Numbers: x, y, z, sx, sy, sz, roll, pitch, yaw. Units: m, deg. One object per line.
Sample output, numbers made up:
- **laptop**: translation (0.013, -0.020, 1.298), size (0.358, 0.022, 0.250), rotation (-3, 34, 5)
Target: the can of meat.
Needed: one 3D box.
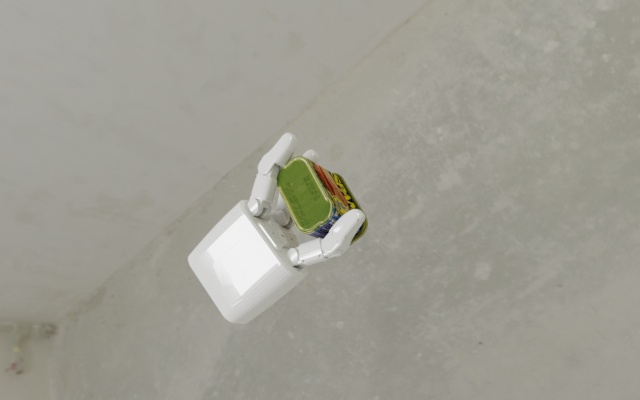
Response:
- **can of meat**: translation (0.000, 0.002, 0.578), size (0.057, 0.102, 0.084), rotation (-39, -32, 17)
